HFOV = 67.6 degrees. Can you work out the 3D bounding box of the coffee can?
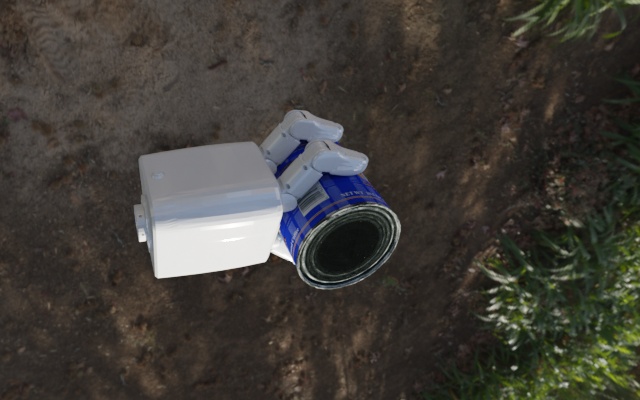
[{"bbox_3d":[0.000,0.001,0.475,0.103,0.103,0.140,0,37,-29],"label":"coffee can"}]
